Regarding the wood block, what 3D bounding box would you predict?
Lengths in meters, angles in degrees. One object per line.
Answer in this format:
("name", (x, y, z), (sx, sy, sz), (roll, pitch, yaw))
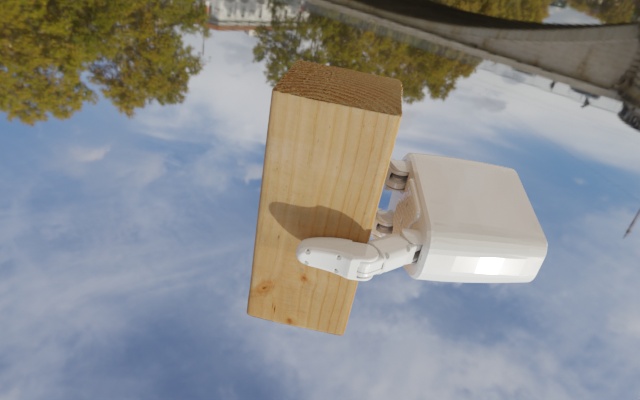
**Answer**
("wood block", (0.000, 0.002, 0.403), (0.090, 0.206, 0.090), (12, 30, 3))
